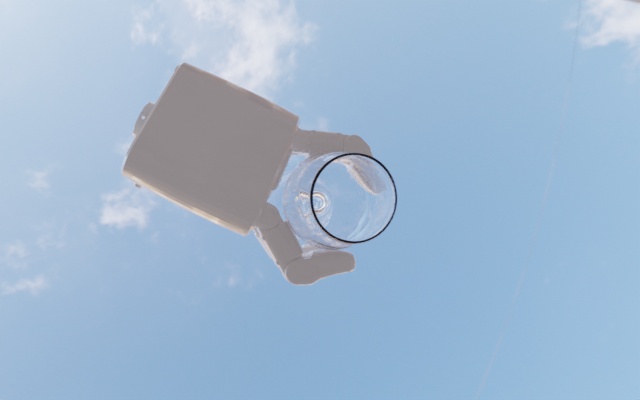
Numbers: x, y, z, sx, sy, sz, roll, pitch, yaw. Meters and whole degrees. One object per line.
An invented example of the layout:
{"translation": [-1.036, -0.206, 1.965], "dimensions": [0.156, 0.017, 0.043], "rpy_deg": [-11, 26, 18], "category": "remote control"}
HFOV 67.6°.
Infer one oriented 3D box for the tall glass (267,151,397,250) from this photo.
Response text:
{"translation": [0.000, 0.001, 0.417], "dimensions": [0.079, 0.079, 0.201], "rpy_deg": [0, -2, -14], "category": "tall glass"}
